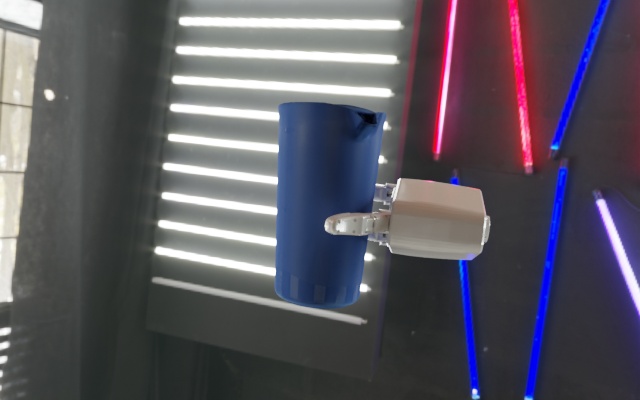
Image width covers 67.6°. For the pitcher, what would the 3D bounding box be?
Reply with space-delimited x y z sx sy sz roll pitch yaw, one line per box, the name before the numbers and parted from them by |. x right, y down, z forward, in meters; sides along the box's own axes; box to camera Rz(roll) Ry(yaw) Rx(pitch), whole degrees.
pitcher | 0.000 0.002 0.604 0.145 0.243 0.149 6 4 12
